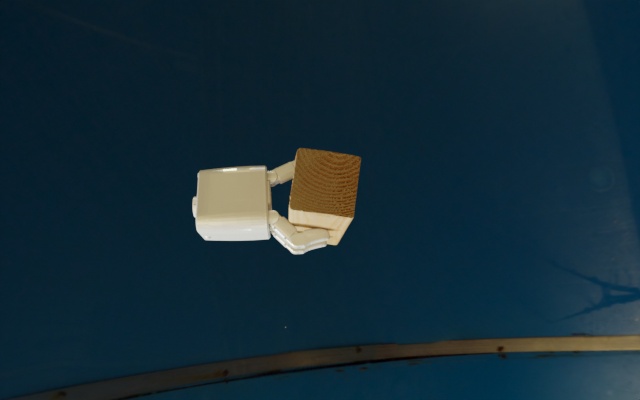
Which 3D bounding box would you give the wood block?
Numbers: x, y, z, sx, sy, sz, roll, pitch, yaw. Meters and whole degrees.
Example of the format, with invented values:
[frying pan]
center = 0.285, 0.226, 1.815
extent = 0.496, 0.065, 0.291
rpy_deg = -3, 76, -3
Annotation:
[wood block]
center = 0.000, 0.002, 0.738
extent = 0.090, 0.090, 0.206
rpy_deg = 8, -15, -2
